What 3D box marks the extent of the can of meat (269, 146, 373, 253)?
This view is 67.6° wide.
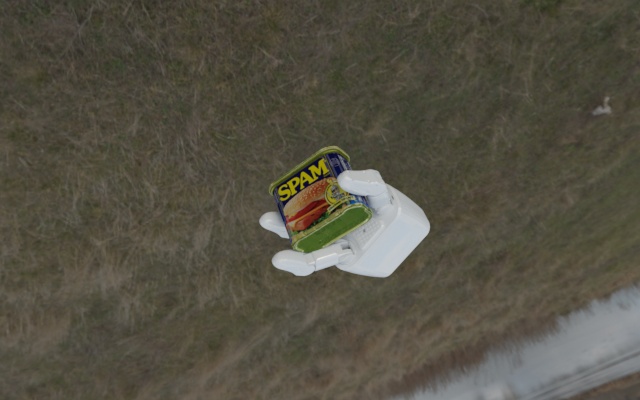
[{"bbox_3d":[0.000,0.002,0.552,0.102,0.084,0.057,-33,-30,18],"label":"can of meat"}]
